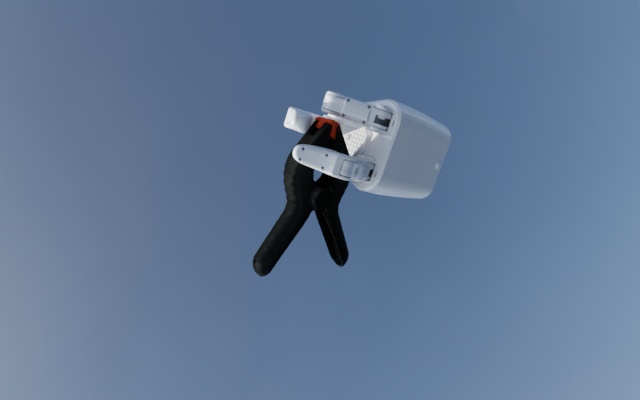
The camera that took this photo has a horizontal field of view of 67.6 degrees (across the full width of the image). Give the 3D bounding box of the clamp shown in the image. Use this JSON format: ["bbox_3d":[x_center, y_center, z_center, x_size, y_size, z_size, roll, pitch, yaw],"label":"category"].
[{"bbox_3d":[0.000,0.001,0.506,0.120,0.171,0.039,9,14,-46],"label":"clamp"}]
